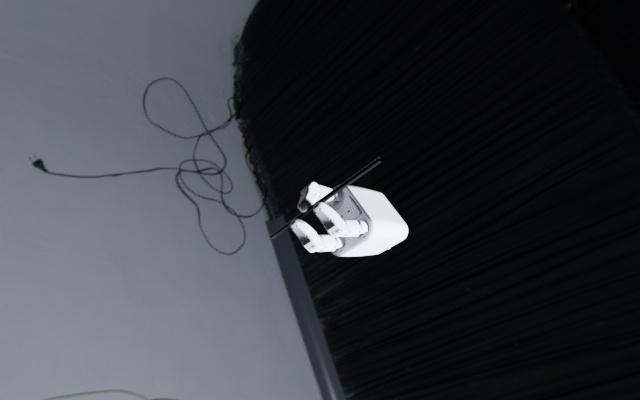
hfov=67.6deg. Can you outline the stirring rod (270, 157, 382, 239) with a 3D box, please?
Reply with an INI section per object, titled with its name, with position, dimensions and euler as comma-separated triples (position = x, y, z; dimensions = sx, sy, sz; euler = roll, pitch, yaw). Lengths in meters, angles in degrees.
[stirring rod]
position = 0.000, 0.002, 0.704
dimensions = 0.011, 0.011, 0.239
euler = 0, -28, -48
